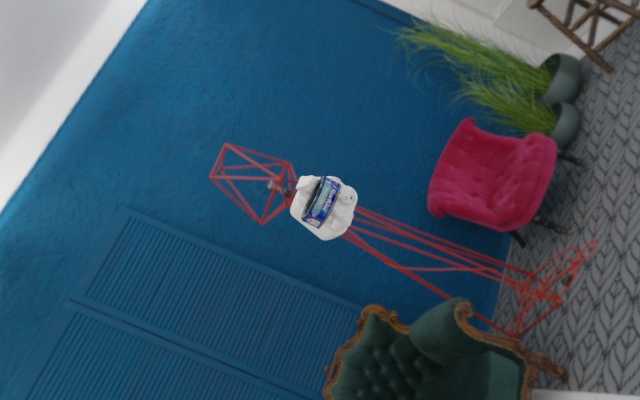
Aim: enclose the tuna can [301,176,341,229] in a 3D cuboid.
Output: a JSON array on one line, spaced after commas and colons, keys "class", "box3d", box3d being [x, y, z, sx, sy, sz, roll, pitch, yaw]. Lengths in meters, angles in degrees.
[{"class": "tuna can", "box3d": [0.000, 0.002, 0.799, 0.034, 0.086, 0.086, 26, -4, -8]}]
